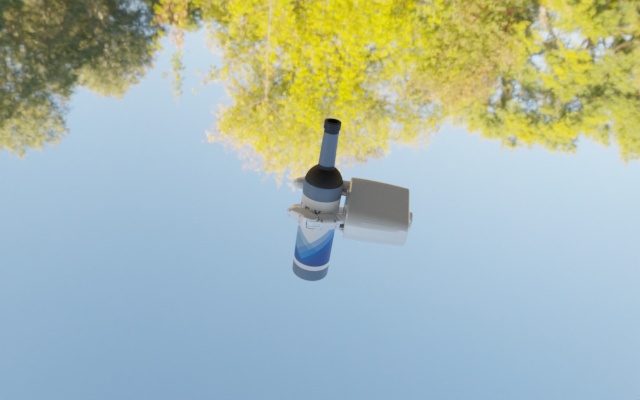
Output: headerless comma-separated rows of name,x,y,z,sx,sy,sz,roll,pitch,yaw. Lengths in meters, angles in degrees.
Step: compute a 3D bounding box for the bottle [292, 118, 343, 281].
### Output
bottle,0.000,0.003,0.817,0.069,0.296,0.069,7,30,-4
